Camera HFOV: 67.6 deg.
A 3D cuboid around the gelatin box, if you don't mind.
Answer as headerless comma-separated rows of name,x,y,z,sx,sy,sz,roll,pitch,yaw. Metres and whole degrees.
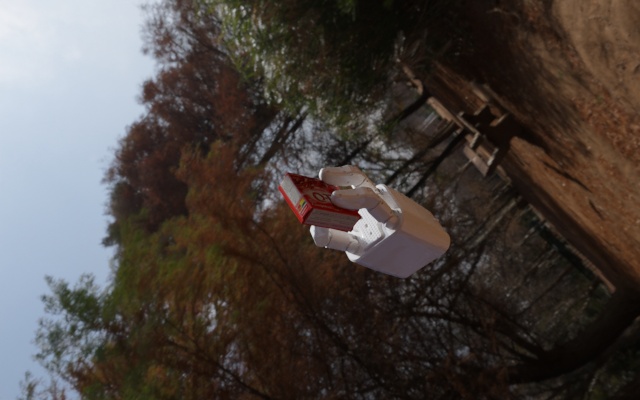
gelatin box,0.000,0.002,0.612,0.089,0.030,0.073,11,31,-41
